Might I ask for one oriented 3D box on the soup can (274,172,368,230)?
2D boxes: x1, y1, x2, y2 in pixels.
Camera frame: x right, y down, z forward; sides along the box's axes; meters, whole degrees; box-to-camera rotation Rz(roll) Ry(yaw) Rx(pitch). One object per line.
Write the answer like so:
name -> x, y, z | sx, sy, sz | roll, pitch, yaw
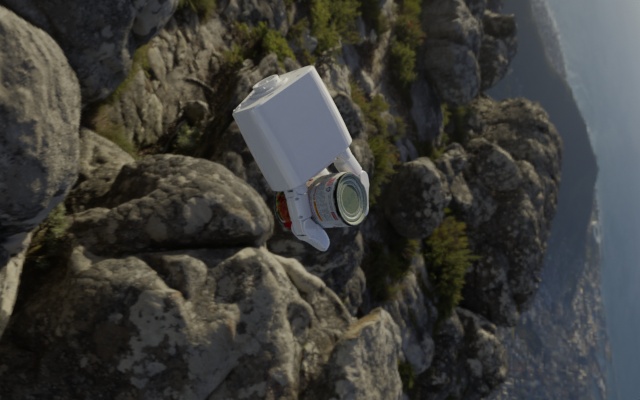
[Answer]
soup can -> 0.000, 0.002, 0.608 | 0.102, 0.068, 0.068 | -6, -4, 39
